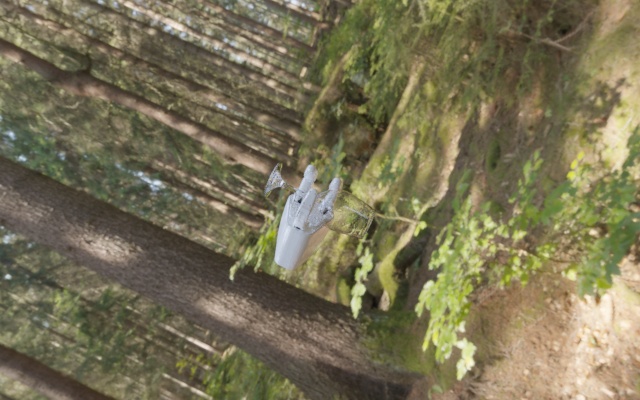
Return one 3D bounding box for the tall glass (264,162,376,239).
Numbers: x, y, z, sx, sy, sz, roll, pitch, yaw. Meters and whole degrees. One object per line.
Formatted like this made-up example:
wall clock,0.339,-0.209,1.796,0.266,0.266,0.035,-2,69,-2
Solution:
tall glass,0.000,0.003,0.891,0.201,0.079,0.079,25,2,4
